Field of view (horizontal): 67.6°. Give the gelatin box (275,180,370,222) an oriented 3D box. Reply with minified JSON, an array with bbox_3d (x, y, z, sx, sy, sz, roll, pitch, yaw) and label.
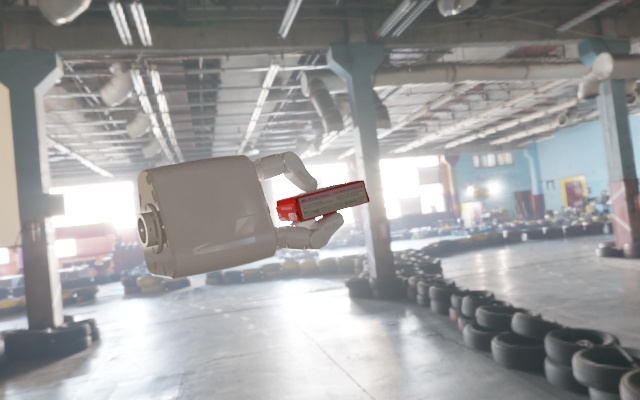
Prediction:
[{"bbox_3d":[0.000,0.001,0.553,0.089,0.030,0.073,-16,4,-23],"label":"gelatin box"}]
